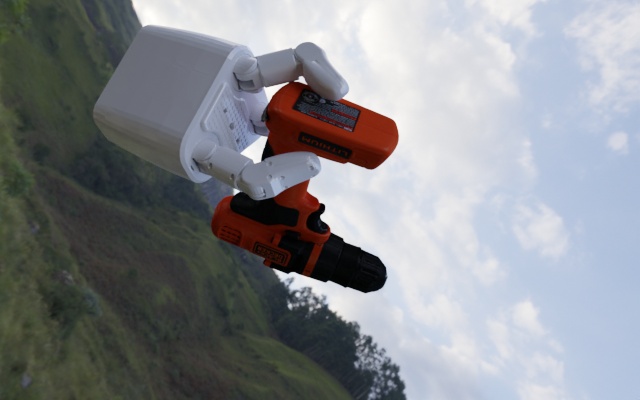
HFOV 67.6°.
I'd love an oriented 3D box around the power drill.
[{"bbox_3d":[0.000,0.001,0.431,0.184,0.188,0.057,21,41,-3],"label":"power drill"}]
